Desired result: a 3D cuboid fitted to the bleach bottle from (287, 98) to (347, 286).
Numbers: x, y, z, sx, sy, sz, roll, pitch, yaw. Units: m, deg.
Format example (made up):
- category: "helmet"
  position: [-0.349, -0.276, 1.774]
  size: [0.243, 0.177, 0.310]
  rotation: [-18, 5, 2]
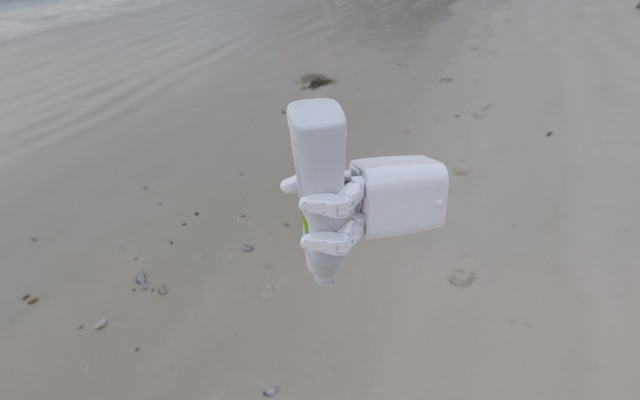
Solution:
- category: "bleach bottle"
  position: [0.000, 0.002, 0.629]
  size: [0.068, 0.251, 0.102]
  rotation: [-6, 31, -6]
